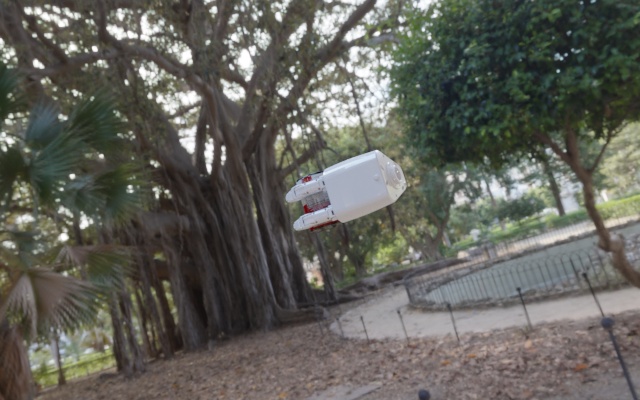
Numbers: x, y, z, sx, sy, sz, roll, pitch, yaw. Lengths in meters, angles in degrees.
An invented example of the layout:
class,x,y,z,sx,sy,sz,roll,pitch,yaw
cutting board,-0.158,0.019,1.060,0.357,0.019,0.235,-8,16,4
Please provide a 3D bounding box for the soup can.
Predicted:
class,x,y,z,sx,sy,sz,roll,pitch,yaw
soup can,0.000,0.003,0.888,0.068,0.102,0.068,-17,-8,-2
